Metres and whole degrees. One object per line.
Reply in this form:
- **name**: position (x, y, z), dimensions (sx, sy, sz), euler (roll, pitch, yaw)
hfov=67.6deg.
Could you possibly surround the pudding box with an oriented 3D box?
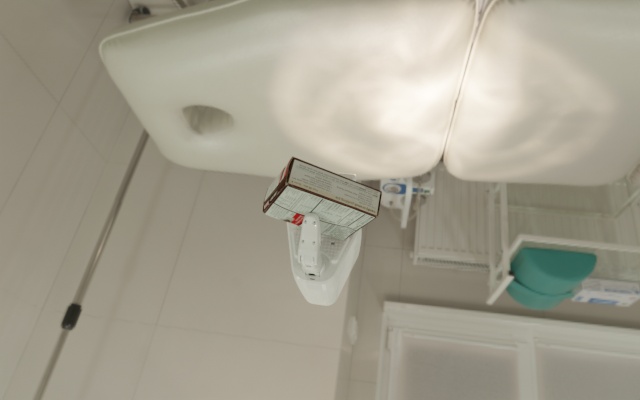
- **pudding box**: position (0.000, 0.002, 0.547), dimensions (0.113, 0.039, 0.090), euler (19, -29, -17)
